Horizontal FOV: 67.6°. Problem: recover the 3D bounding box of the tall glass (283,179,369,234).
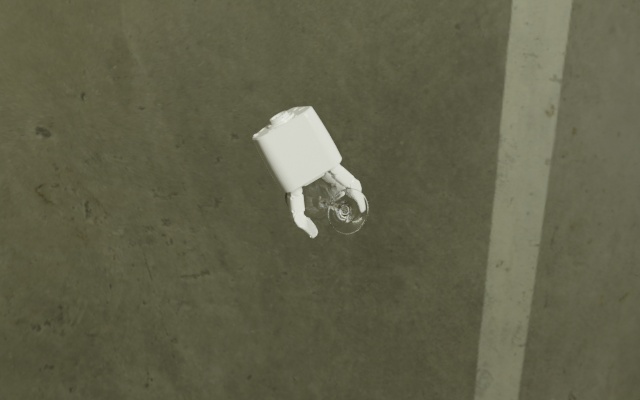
[{"bbox_3d":[0.000,0.003,0.847,0.079,0.079,0.201,0,8,-27],"label":"tall glass"}]
